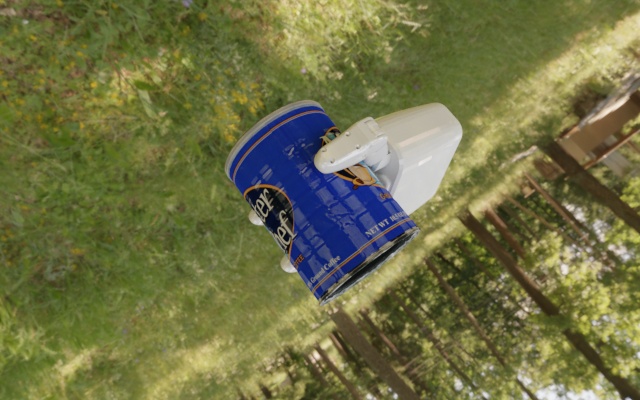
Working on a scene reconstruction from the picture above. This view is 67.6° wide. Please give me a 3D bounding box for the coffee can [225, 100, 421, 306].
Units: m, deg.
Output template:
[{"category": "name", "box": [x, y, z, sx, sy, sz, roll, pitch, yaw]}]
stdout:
[{"category": "coffee can", "box": [0.000, 0.001, 0.404, 0.103, 0.140, 0.103, -34, -15, -10]}]
